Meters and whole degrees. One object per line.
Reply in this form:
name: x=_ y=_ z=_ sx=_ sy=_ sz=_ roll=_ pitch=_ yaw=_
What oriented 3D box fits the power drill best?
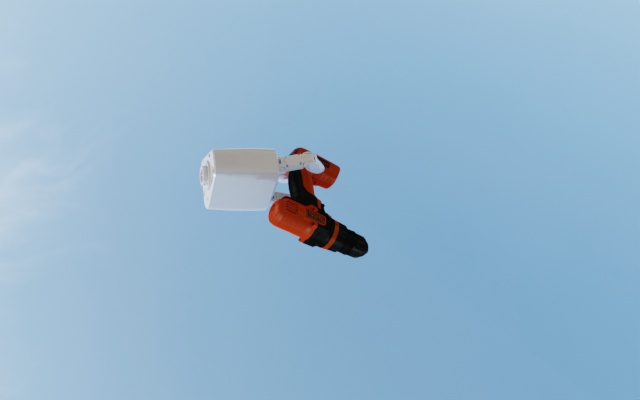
power drill: x=0.000 y=0.002 z=0.828 sx=0.184 sy=0.187 sz=0.057 roll=26 pitch=-54 yaw=-24
